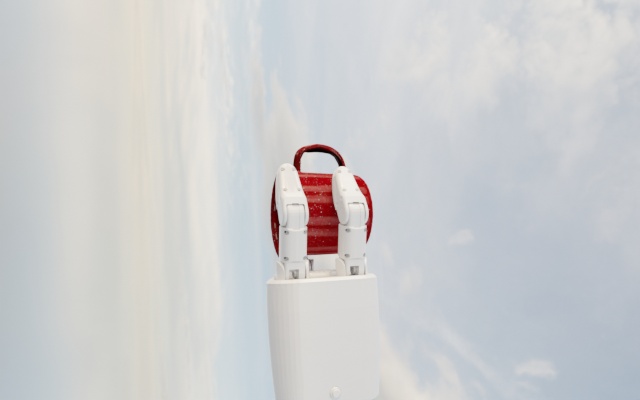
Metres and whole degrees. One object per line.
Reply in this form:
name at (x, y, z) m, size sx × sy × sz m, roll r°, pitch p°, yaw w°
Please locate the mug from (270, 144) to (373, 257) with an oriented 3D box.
mug at (0.000, 0.000, 0.481) m, size 0.081 × 0.117 × 0.093 m, roll 0°, pitch -5°, yaw -20°
